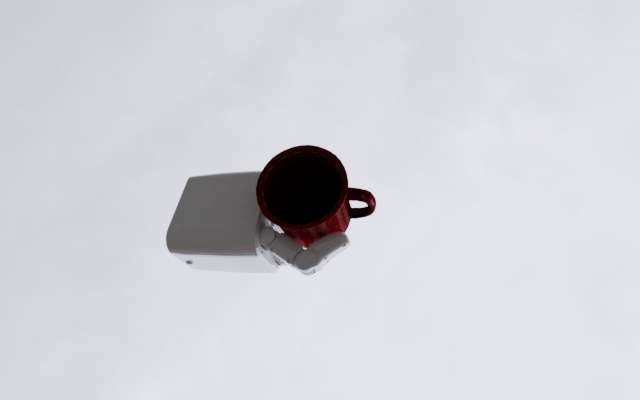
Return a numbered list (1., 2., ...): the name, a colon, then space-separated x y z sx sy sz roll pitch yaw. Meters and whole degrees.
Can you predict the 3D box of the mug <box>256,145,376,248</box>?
1. mug: 0.002 0.002 0.502 0.117 0.093 0.081 0 -24 11
